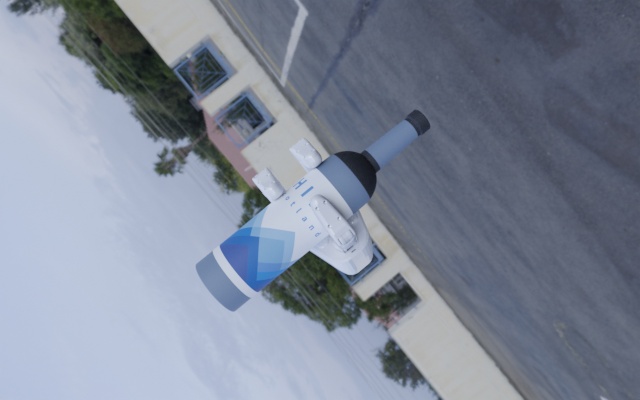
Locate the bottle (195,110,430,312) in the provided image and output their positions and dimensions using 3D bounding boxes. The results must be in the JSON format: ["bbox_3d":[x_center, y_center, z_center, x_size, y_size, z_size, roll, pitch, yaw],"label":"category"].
[{"bbox_3d":[0.000,0.002,0.525,0.295,0.069,0.069,-39,3,-3],"label":"bottle"}]
